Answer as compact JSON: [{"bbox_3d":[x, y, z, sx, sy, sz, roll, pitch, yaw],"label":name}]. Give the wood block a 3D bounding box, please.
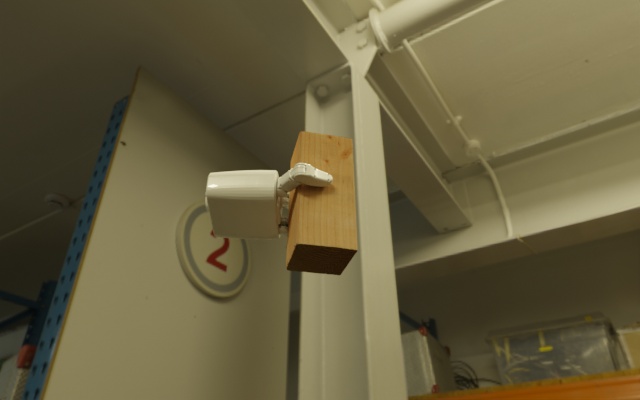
[{"bbox_3d":[0.000,0.002,0.754,0.090,0.206,0.091,7,-33,-11],"label":"wood block"}]
